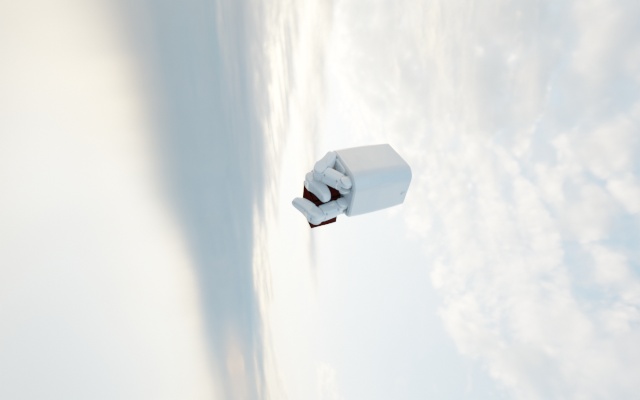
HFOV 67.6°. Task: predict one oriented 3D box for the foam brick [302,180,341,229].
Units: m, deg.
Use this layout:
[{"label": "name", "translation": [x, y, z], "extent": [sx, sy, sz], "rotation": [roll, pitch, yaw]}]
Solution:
[{"label": "foam brick", "translation": [0.000, 0.003, 0.838], "extent": [0.051, 0.053, 0.078], "rotation": [-14, -36, -17]}]
